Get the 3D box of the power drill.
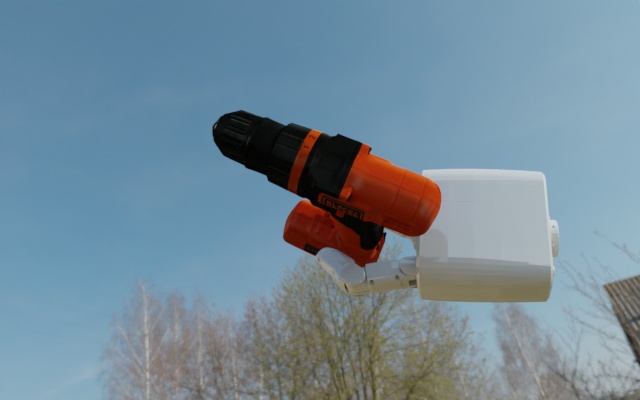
[{"bbox_3d":[0.000,0.002,0.430,0.184,0.057,0.188,24,-18,8],"label":"power drill"}]
